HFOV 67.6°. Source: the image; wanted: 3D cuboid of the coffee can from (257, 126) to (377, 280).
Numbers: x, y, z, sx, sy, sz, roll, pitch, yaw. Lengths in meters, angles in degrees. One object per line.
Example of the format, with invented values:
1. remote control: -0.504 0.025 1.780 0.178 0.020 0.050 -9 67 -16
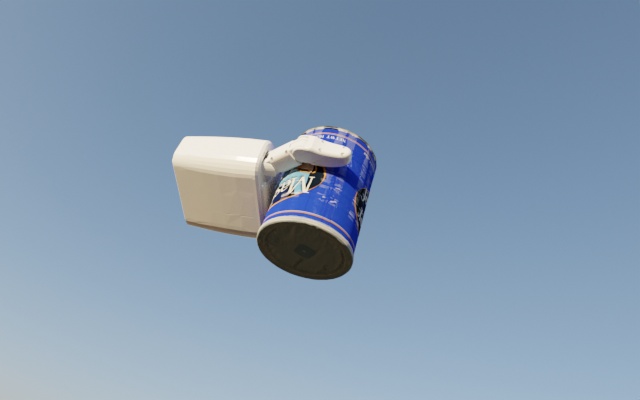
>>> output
1. coffee can: 0.000 0.002 0.531 0.103 0.140 0.103 11 -39 9
